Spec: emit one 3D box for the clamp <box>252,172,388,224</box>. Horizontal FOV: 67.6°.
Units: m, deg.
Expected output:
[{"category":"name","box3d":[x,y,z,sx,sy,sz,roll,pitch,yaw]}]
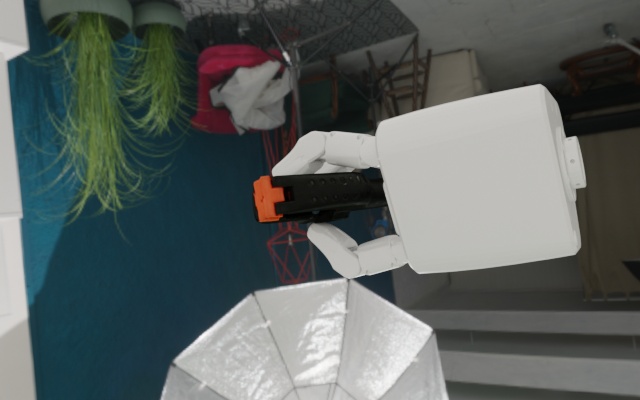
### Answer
[{"category":"clamp","box3d":[0.000,0.002,0.404,0.164,0.036,0.210,-14,-6,32]}]
